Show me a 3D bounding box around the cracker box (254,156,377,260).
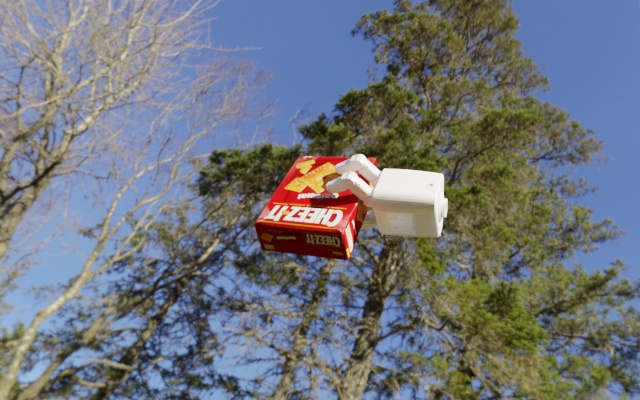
[{"bbox_3d":[0.000,0.003,0.867,0.164,0.072,0.213,4,39,22],"label":"cracker box"}]
